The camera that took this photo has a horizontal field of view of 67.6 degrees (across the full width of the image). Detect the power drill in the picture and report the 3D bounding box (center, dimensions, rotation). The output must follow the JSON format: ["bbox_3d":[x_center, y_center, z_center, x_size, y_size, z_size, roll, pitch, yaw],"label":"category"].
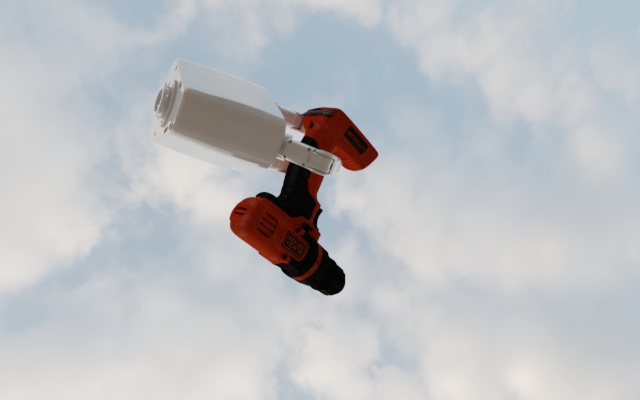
[{"bbox_3d":[0.000,0.001,0.558,0.057,0.187,0.184,6,-27,43],"label":"power drill"}]
